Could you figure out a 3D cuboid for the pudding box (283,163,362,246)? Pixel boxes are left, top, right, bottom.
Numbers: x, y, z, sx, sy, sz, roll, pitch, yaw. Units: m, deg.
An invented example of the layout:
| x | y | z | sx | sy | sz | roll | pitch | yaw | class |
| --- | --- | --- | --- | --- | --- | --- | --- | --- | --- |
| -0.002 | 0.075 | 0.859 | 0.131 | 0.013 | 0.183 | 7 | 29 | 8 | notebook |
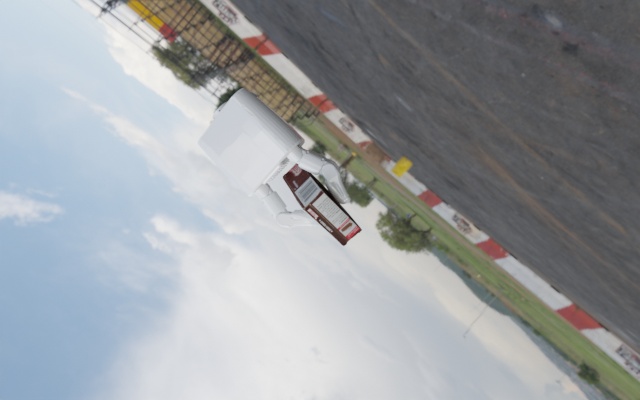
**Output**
| x | y | z | sx | sy | sz | roll | pitch | yaw | class |
| --- | --- | --- | --- | --- | --- | --- | --- | --- | --- |
| 0.000 | 0.002 | 0.663 | 0.090 | 0.039 | 0.113 | 43 | 7 | -31 | pudding box |
